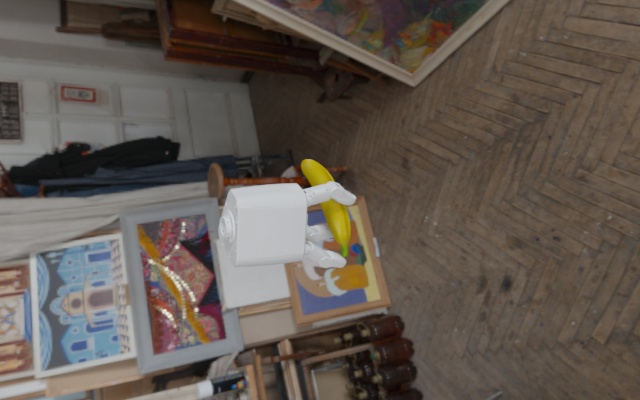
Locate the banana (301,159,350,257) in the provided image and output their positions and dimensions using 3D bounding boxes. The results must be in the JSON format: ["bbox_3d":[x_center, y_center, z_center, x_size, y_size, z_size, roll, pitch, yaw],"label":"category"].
[{"bbox_3d":[0.008,-0.005,0.797,0.037,0.197,0.070,-6,-32,-27],"label":"banana"}]
